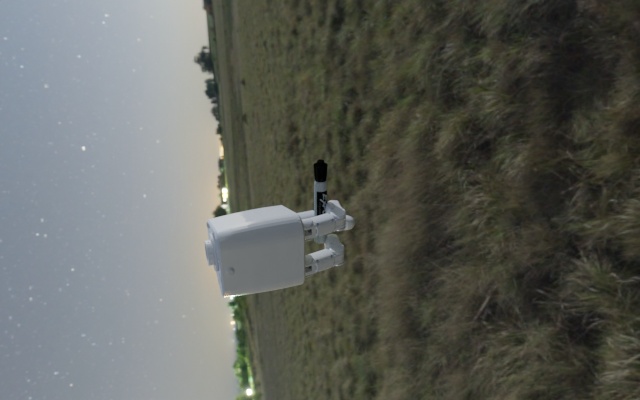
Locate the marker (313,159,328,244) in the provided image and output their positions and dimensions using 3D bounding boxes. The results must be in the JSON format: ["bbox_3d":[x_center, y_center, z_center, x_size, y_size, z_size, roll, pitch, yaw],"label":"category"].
[{"bbox_3d":[0.000,0.002,0.653,0.020,0.121,0.020,0,25,0],"label":"marker"}]
